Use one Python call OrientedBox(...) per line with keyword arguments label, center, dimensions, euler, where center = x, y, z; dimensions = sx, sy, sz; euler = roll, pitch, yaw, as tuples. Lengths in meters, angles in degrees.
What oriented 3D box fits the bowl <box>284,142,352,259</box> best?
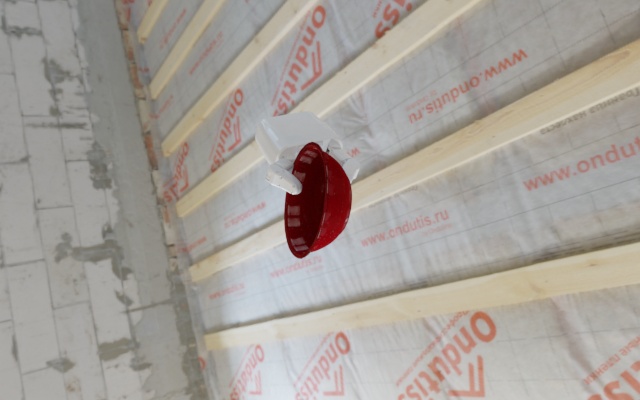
OrientedBox(label="bowl", center=(0.001, 0.003, 0.667), dimensions=(0.055, 0.162, 0.162), euler=(7, -3, -22))
